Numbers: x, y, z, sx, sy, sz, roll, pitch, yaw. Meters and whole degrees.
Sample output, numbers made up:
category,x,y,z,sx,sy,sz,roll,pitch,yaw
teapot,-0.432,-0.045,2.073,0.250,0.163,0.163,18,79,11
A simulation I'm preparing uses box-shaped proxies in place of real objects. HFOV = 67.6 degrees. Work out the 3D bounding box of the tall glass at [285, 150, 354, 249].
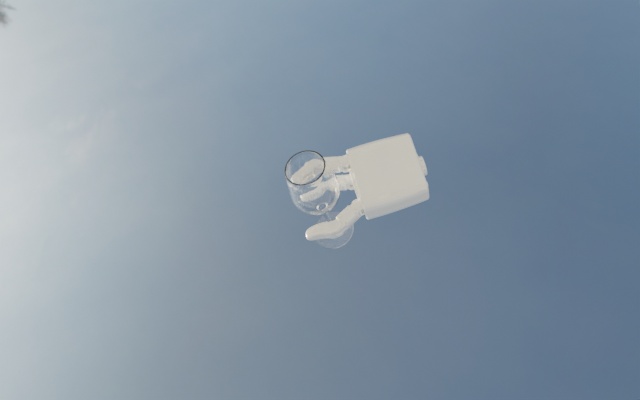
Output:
category,x,y,z,sx,sy,sz,roll,pitch,yaw
tall glass,0.000,0.003,0.772,0.079,0.079,0.201,0,-30,16
